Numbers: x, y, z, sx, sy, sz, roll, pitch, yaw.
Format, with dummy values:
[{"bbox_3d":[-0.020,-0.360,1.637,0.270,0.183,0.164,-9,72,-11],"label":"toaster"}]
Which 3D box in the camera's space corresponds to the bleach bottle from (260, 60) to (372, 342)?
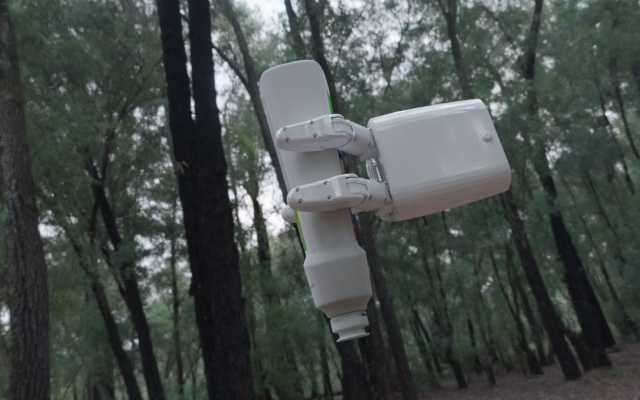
[{"bbox_3d":[0.000,0.001,0.443,0.068,0.250,0.103,-13,-19,0],"label":"bleach bottle"}]
